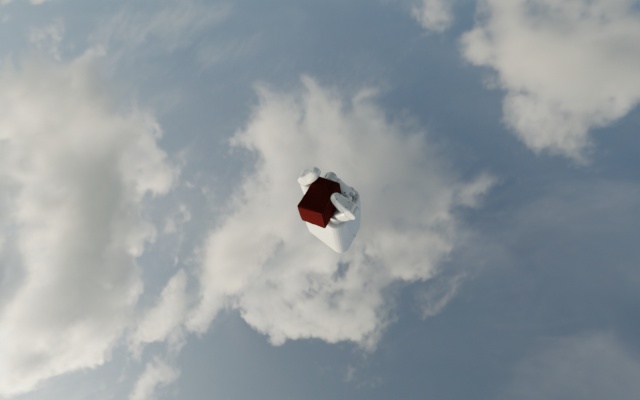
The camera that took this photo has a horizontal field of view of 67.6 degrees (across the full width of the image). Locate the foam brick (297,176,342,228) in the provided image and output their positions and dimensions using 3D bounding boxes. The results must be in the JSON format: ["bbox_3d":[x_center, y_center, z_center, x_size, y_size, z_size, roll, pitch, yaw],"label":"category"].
[{"bbox_3d":[0.000,0.003,0.890,0.053,0.078,0.051,19,-31,20],"label":"foam brick"}]
